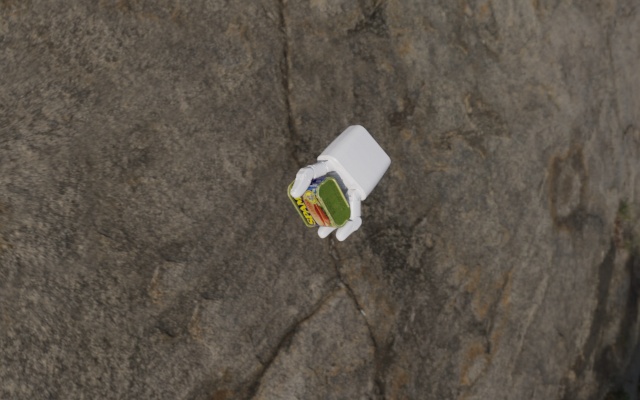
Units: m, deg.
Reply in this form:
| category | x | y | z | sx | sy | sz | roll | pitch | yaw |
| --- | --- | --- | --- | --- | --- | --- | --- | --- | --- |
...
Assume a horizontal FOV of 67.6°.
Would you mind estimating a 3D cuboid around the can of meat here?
| category | x | y | z | sx | sy | sz | roll | pitch | yaw |
| --- | --- | --- | --- | --- | --- | --- | --- | --- | --- |
| can of meat | 0.000 | 0.003 | 0.889 | 0.084 | 0.102 | 0.057 | 2 | 40 | 48 |
